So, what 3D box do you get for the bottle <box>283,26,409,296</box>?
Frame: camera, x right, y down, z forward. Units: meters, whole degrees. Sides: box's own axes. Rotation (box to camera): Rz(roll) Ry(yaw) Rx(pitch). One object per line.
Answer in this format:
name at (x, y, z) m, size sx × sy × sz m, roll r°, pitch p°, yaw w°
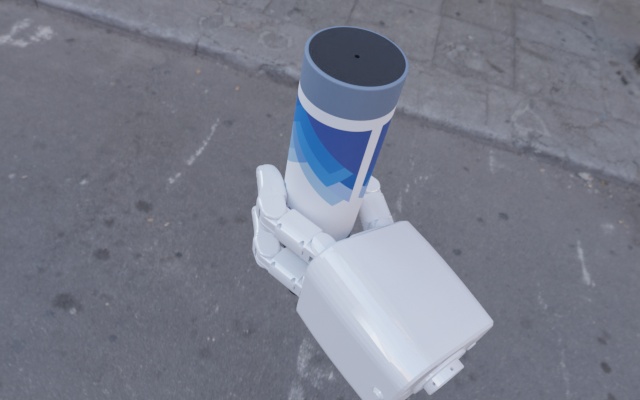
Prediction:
bottle at (0.000, 0.001, 0.410) m, size 0.069 × 0.069 × 0.296 m, roll 0°, pitch -38°, yaw -11°
